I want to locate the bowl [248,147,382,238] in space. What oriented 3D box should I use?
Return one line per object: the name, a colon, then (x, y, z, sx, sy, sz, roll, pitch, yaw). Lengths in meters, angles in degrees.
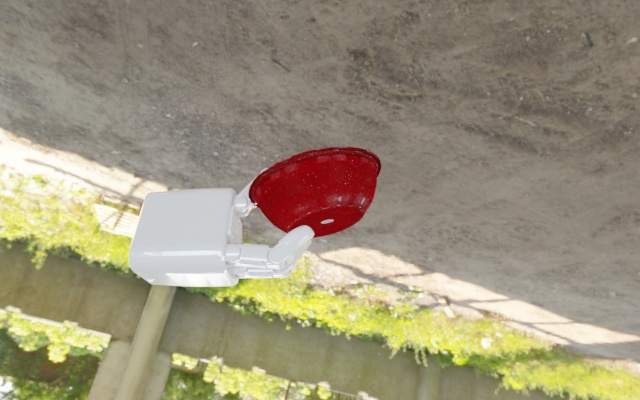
bowl: (0.001, 0.002, 0.557, 0.162, 0.055, 0.162, -13, -23, -5)
